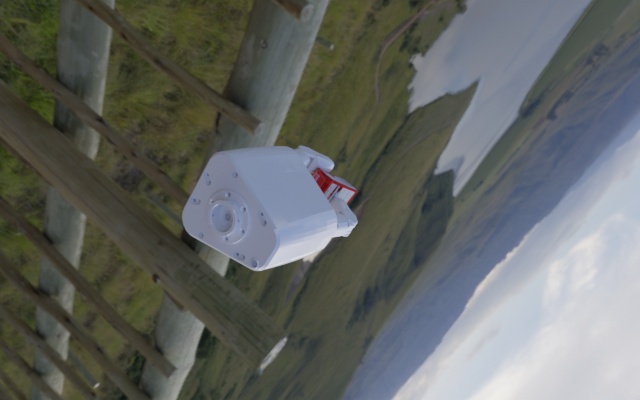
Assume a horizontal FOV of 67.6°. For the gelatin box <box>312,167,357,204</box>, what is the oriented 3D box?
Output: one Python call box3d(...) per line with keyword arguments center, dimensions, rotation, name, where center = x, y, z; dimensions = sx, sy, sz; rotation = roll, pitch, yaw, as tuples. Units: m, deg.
box3d(center=(0.001, 0.002, 0.595), dimensions=(0.030, 0.073, 0.089), rotation=(42, 10, 23), name="gelatin box")
